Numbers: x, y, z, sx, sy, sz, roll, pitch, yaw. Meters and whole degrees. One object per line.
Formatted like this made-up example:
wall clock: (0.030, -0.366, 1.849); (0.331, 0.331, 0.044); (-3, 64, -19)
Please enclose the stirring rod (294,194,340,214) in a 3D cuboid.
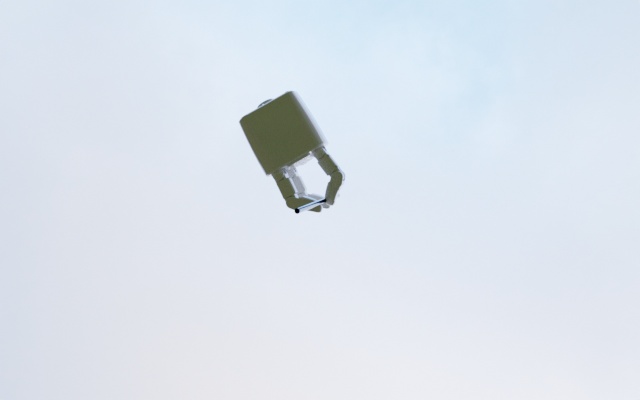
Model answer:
stirring rod: (0.000, 0.002, 0.765); (0.011, 0.011, 0.239); (0, 6, 15)
